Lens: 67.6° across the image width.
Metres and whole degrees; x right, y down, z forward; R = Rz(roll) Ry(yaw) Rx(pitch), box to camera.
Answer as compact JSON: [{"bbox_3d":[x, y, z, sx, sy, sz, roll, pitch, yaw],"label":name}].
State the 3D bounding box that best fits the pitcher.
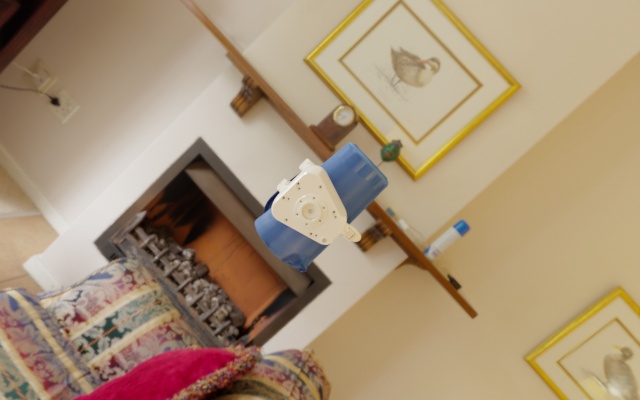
[{"bbox_3d":[0.000,0.003,0.897,0.243,0.149,0.145,-43,1,7],"label":"pitcher"}]
